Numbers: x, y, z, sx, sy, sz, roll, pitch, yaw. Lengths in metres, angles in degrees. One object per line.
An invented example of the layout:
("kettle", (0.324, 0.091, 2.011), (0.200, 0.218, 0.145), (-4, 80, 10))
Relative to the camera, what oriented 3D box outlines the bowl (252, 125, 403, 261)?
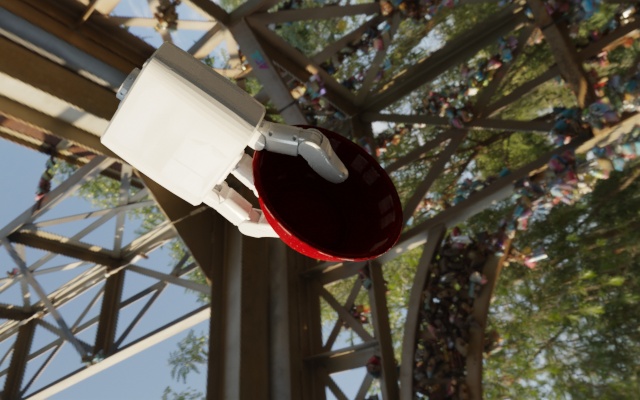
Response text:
("bowl", (0.001, 0.003, 0.476), (0.162, 0.162, 0.055), (0, -36, -32))
